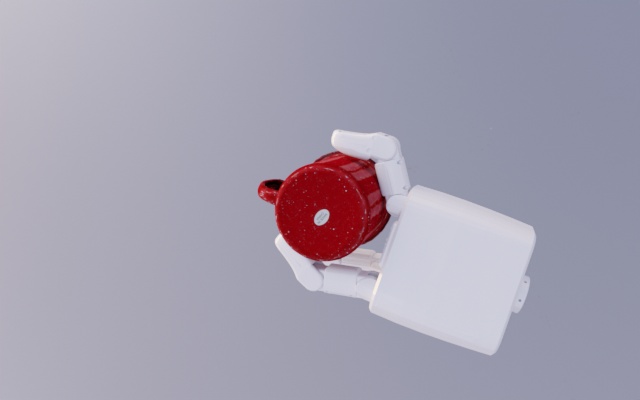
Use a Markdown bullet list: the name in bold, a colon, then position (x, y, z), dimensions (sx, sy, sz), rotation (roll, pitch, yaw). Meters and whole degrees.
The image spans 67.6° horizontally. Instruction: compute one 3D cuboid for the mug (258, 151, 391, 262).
- **mug**: position (-0.001, 0.001, 0.420), dimensions (0.117, 0.093, 0.081), rotation (18, 14, 14)
